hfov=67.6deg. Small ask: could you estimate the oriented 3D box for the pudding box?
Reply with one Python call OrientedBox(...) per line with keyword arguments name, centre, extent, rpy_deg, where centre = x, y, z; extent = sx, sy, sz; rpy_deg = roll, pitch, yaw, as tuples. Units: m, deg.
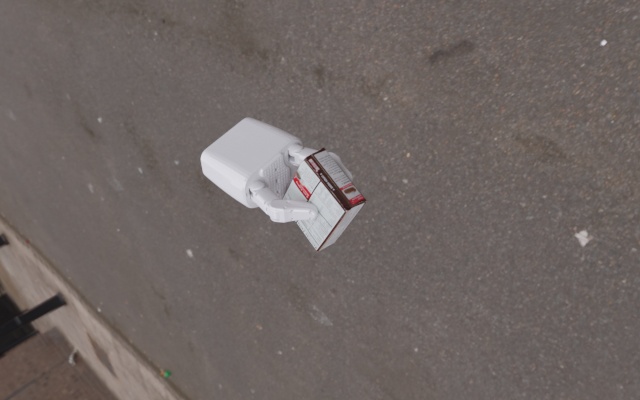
OrientedBox(name="pudding box", centre=(0.000, 0.002, 0.617), extent=(0.039, 0.090, 0.113), rpy_deg=(-29, -17, -33))
